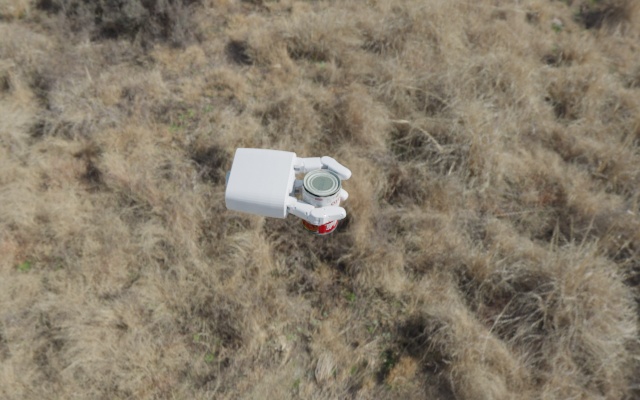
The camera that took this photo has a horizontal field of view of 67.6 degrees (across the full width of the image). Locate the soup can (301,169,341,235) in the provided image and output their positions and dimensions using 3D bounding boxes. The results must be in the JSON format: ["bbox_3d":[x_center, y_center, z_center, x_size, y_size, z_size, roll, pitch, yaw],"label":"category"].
[{"bbox_3d":[0.001,0.003,0.841,0.068,0.068,0.102,0,-43,-4],"label":"soup can"}]
